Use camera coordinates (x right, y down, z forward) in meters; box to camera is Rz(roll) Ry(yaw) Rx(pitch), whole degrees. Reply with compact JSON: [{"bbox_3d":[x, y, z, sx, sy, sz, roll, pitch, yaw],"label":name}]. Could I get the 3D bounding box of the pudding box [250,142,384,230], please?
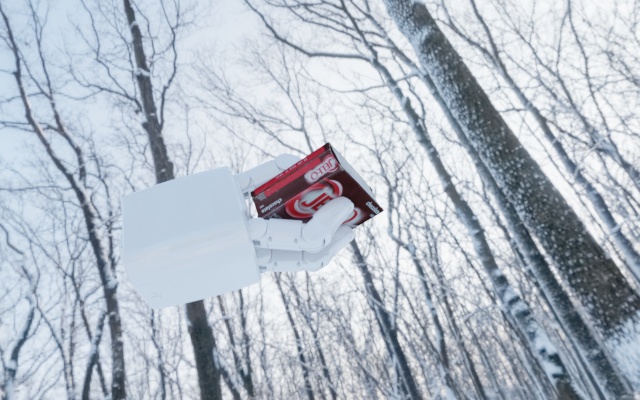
[{"bbox_3d":[0.000,0.001,0.465,0.090,0.039,0.113,-31,-29,14],"label":"pudding box"}]
